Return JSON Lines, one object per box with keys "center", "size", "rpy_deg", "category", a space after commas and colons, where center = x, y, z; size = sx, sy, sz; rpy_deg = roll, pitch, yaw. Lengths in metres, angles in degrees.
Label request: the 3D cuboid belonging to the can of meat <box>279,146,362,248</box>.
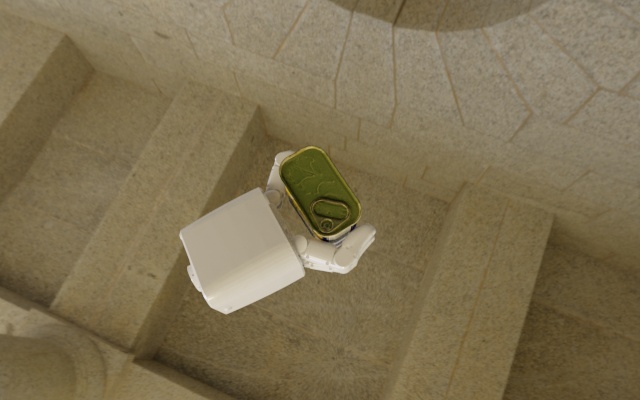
{"center": [0.000, 0.002, 0.540], "size": [0.057, 0.102, 0.084], "rpy_deg": [-31, -17, -9], "category": "can of meat"}
